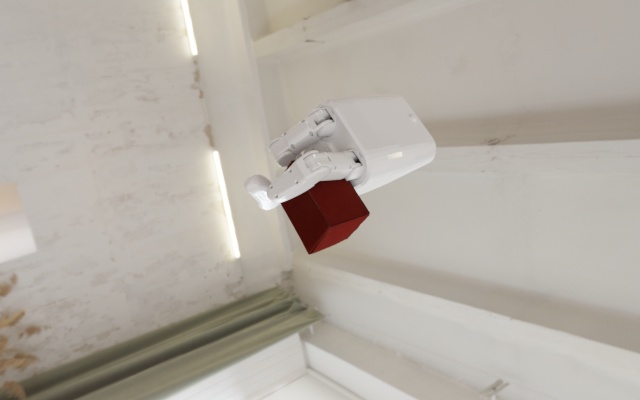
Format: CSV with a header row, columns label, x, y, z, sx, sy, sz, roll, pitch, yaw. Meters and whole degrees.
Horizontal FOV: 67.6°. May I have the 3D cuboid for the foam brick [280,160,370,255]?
label,x,y,z,sx,sy,sz,roll,pitch,yaw
foam brick,0.000,0.002,0.462,0.051,0.078,0.053,-15,-25,-36
